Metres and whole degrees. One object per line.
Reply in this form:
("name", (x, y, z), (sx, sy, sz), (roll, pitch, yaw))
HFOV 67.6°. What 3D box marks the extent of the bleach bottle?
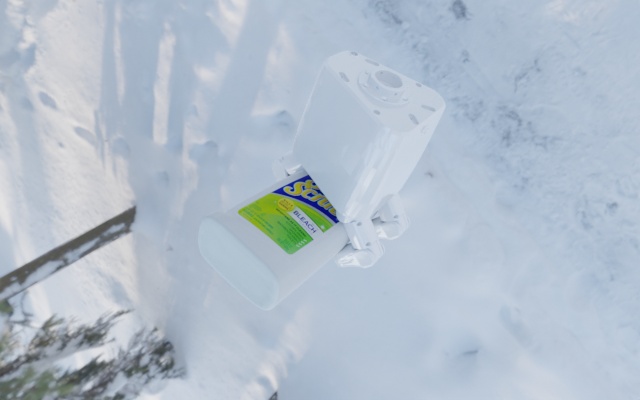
("bleach bottle", (0.000, 0.002, 0.503), (0.102, 0.068, 0.250), (39, 48, 14))
